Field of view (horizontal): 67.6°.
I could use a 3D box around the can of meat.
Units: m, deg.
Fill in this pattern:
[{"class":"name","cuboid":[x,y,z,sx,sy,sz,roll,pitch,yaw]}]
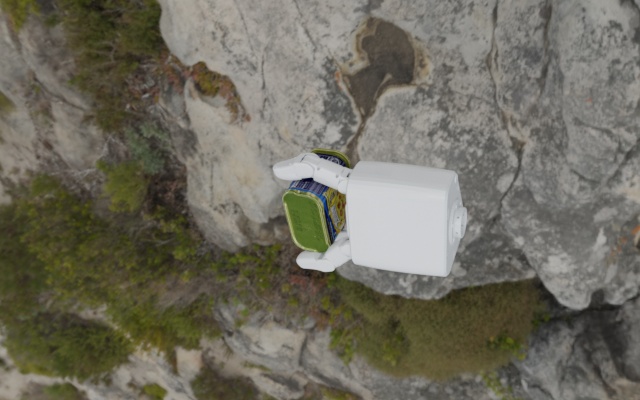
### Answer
[{"class":"can of meat","cuboid":[0.000,0.002,0.583,0.057,0.102,0.084,10,44,24]}]
